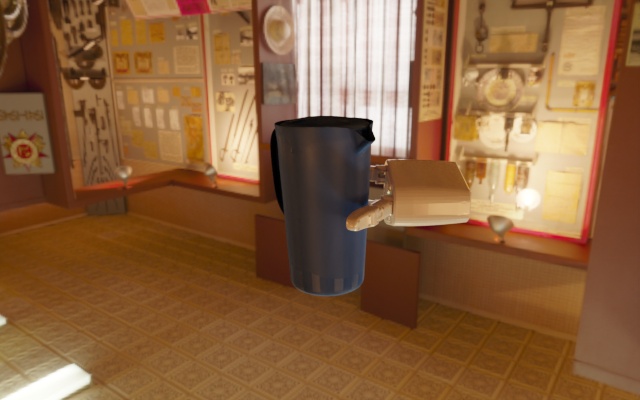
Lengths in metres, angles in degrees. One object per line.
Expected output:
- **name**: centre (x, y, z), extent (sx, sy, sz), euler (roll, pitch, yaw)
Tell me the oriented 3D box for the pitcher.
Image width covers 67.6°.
- **pitcher**: centre (0.000, 0.002, 0.677), extent (0.145, 0.243, 0.149), euler (-1, 15, -1)
